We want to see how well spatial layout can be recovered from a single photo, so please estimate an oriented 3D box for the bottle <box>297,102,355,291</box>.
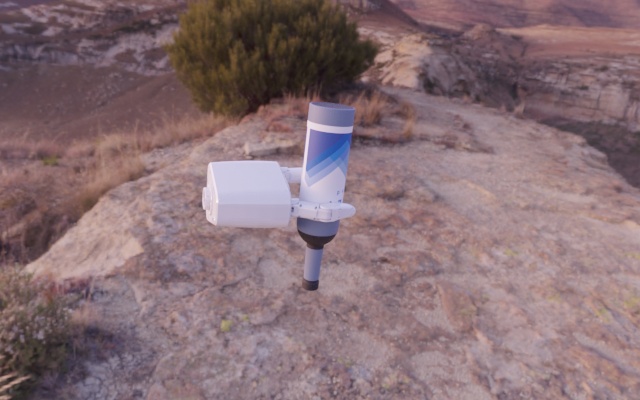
[{"bbox_3d":[0.000,0.002,0.733,0.069,0.296,0.069,6,18,-2],"label":"bottle"}]
